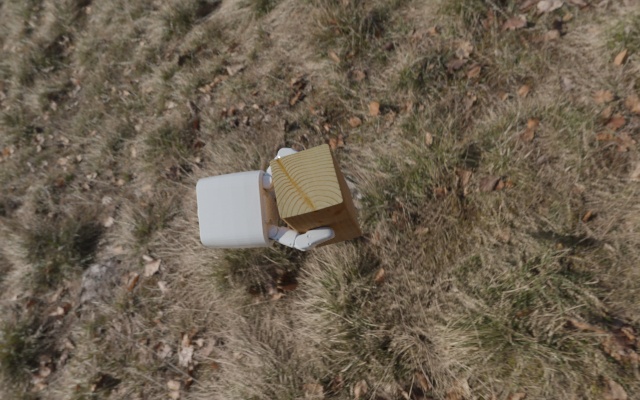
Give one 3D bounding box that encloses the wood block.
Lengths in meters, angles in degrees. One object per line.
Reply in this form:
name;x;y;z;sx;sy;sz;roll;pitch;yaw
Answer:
wood block;0.000;0.003;0.744;0.090;0.090;0.206;-15;-19;8
